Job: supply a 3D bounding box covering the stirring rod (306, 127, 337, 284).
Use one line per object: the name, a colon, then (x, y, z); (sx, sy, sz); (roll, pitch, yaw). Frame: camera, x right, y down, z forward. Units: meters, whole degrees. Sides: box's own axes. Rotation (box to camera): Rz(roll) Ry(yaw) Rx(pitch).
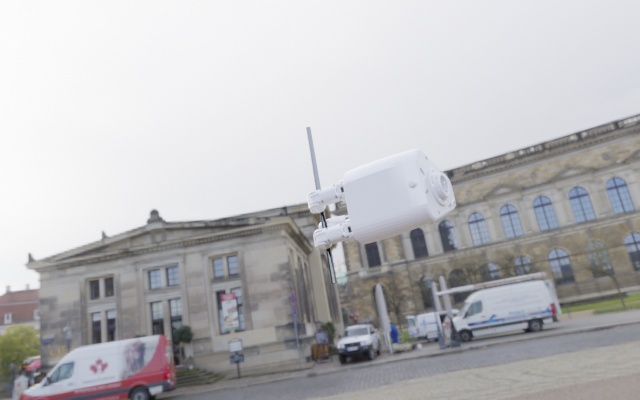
stirring rod: (0.000, 0.002, 0.705); (0.011, 0.239, 0.011); (-9, -15, -2)
